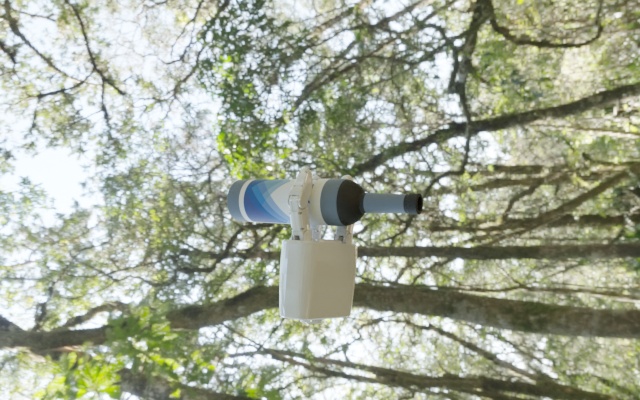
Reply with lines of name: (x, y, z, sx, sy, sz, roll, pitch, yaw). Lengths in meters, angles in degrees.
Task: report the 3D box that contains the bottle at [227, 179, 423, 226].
bottle: (0.000, 0.002, 0.684, 0.295, 0.069, 0.069, 1, 0, 31)
